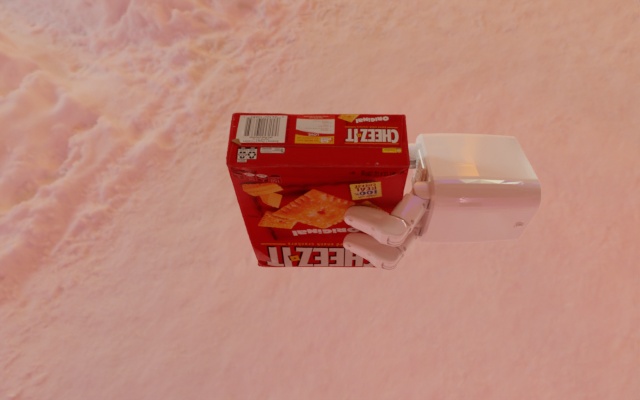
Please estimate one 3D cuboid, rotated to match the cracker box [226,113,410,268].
[{"bbox_3d":[0.000,0.001,0.514,0.164,0.072,0.214,1,-33,2],"label":"cracker box"}]
